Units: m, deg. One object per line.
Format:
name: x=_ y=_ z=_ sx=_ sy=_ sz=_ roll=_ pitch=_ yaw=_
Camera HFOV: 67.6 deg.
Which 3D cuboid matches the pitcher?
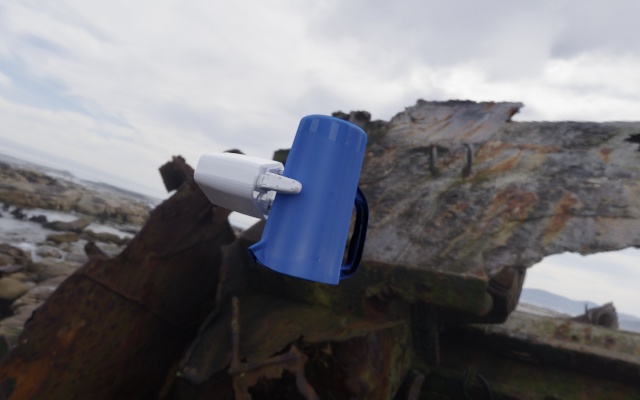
pitcher: x=0.000 y=0.002 z=0.733 sx=0.145 sy=0.243 sz=0.149 roll=14 pitch=-5 yaw=17
